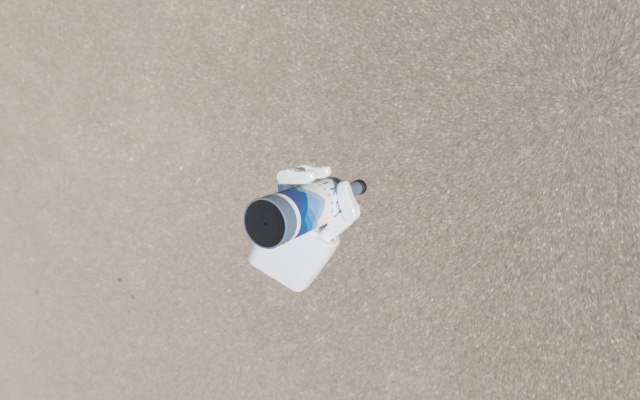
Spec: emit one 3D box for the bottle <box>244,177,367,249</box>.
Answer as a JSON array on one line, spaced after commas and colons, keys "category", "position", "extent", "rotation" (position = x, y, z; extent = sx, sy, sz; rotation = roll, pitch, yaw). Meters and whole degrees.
[{"category": "bottle", "position": [0.000, 0.002, 0.724], "extent": [0.069, 0.069, 0.295], "rotation": [0, 11, 29]}]
